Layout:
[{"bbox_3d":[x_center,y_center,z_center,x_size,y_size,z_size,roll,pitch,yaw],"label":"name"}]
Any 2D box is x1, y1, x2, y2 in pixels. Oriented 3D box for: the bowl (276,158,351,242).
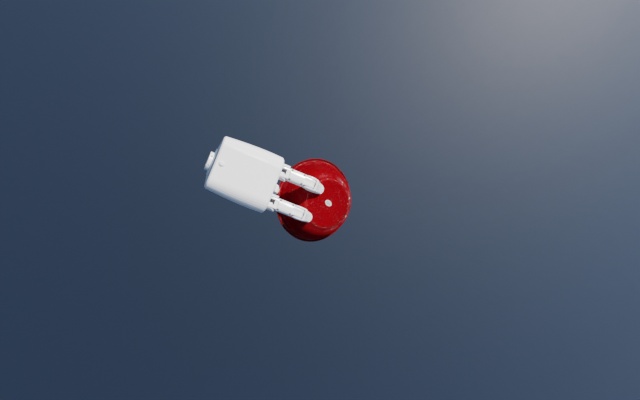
[{"bbox_3d":[0.002,0.003,0.897,0.162,0.162,0.055,0,7,-29],"label":"bowl"}]
